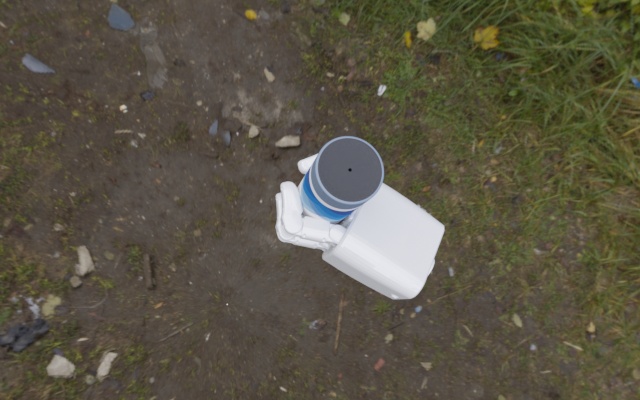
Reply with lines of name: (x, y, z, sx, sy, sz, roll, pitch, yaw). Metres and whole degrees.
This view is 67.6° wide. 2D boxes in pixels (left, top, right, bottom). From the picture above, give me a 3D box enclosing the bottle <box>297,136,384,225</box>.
bottle: (0.000, 0.002, 0.585, 0.069, 0.069, 0.296, 0, -12, -11)
